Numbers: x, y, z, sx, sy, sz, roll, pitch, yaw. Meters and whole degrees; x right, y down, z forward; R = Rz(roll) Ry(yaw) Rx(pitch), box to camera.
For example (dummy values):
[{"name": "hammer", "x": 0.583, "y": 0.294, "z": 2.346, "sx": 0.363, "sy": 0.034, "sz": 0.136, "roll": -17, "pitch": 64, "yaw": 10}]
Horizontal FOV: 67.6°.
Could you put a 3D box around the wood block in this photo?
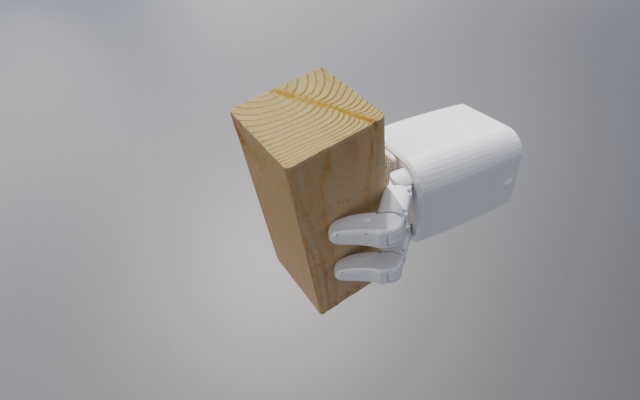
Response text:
[{"name": "wood block", "x": 0.000, "y": 0.001, "z": 0.437, "sx": 0.090, "sy": 0.206, "sz": 0.090, "roll": -30, "pitch": 51, "yaw": -17}]
